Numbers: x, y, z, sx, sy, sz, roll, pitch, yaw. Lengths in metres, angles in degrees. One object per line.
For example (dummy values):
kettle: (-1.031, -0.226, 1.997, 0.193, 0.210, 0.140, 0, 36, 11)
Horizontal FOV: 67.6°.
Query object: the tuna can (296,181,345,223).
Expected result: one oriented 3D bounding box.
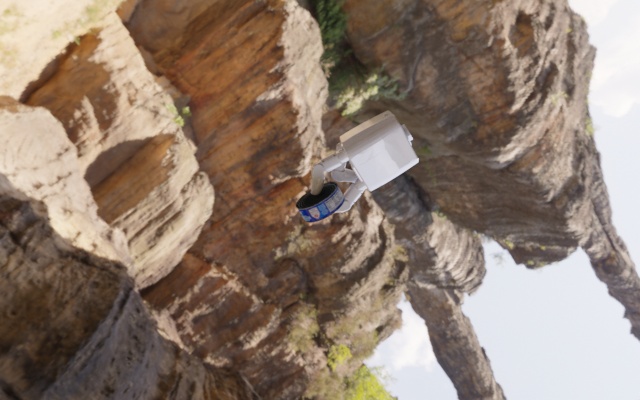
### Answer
tuna can: (0.000, 0.003, 0.868, 0.086, 0.034, 0.086, -26, 20, 10)
